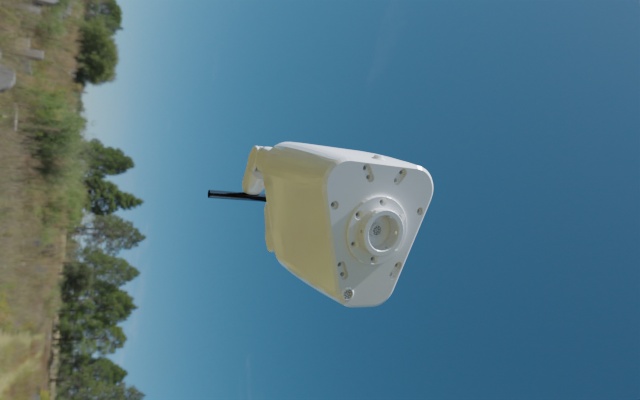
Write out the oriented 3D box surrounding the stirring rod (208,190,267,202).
[{"bbox_3d":[0.000,0.002,0.509,0.239,0.011,0.011,4,-2,-28],"label":"stirring rod"}]
